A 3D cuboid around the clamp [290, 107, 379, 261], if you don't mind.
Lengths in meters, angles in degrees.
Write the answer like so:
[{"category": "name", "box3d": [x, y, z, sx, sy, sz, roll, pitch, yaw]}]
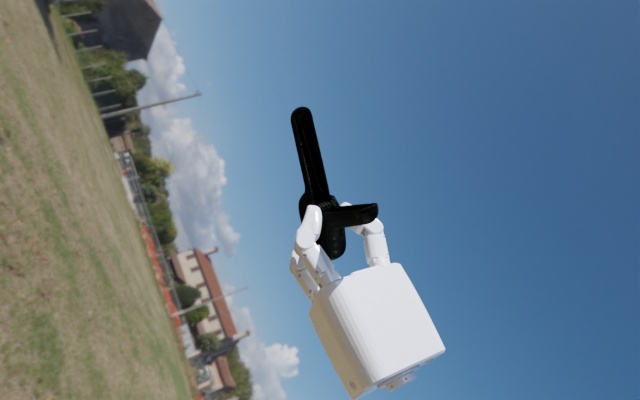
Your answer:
[{"category": "clamp", "box3d": [0.001, 0.002, 0.575, 0.036, 0.164, 0.210, -19, -26, -20]}]
